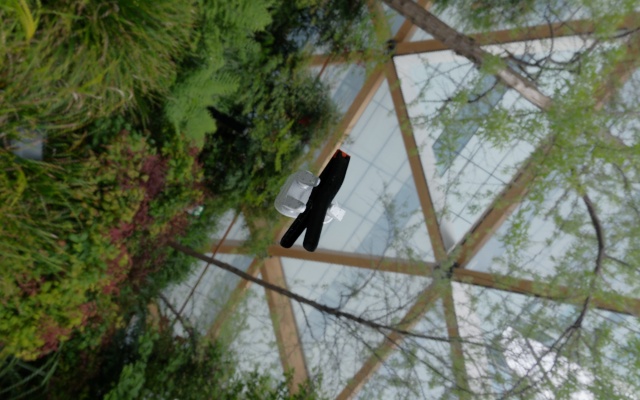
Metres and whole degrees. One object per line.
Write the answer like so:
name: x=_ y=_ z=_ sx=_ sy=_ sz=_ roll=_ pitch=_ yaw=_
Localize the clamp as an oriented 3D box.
clamp: x=0.001 y=0.003 z=0.858 sx=0.036 sy=0.210 sz=0.164 roll=31 pitch=-6 yaw=-16
